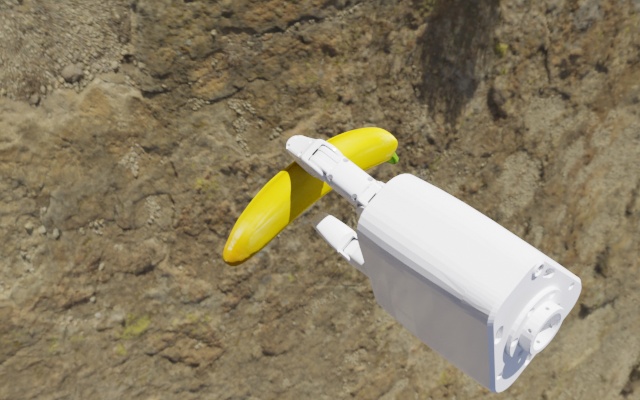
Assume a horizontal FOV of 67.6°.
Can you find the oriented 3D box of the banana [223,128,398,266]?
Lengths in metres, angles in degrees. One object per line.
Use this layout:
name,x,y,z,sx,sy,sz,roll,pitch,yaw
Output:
banana,0.001,-0.014,0.401,0.197,0.070,0.037,-30,46,-24
